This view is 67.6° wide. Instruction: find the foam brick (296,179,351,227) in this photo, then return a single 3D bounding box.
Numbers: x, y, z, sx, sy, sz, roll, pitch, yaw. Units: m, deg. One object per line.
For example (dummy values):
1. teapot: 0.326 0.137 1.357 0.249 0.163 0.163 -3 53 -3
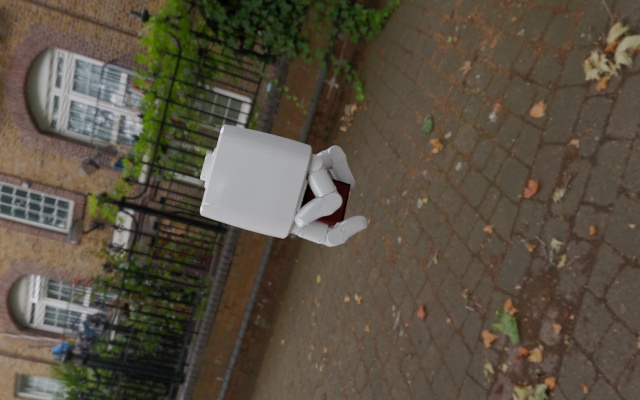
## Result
1. foam brick: 0.000 0.002 0.620 0.051 0.053 0.078 14 -11 -12
